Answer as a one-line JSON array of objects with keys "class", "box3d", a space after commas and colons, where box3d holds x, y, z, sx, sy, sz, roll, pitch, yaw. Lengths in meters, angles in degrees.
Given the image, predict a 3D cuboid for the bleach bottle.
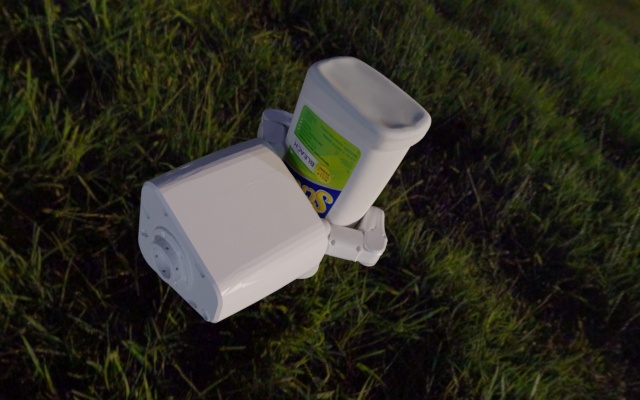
[{"class": "bleach bottle", "box3d": [0.000, 0.001, 0.442, 0.068, 0.251, 0.102, -26, 62, -39]}]
